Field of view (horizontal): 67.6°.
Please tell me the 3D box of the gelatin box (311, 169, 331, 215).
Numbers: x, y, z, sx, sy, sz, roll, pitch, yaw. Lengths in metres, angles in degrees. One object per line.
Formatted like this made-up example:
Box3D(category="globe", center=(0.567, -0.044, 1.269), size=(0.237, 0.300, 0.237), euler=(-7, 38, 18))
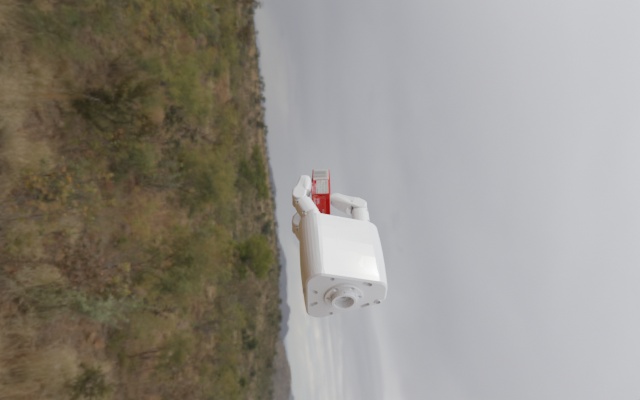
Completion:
Box3D(category="gelatin box", center=(0.001, 0.002, 0.743), size=(0.030, 0.073, 0.089), euler=(0, 29, 0))
